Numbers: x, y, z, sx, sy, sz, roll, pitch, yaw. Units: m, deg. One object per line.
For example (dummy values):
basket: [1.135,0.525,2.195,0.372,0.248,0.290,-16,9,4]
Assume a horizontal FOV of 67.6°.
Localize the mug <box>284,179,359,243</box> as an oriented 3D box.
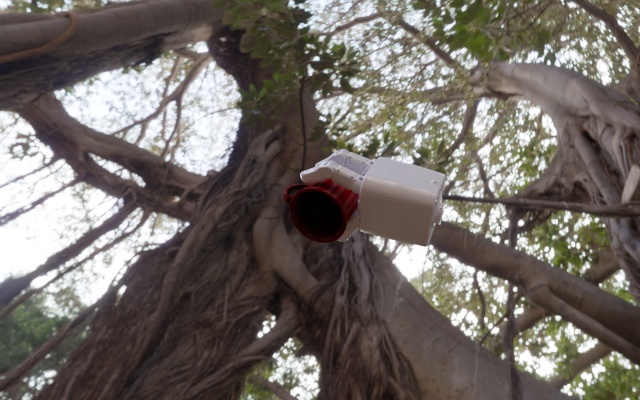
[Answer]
mug: [-0.001,0.002,0.744,0.117,0.093,0.081,17,33,17]
